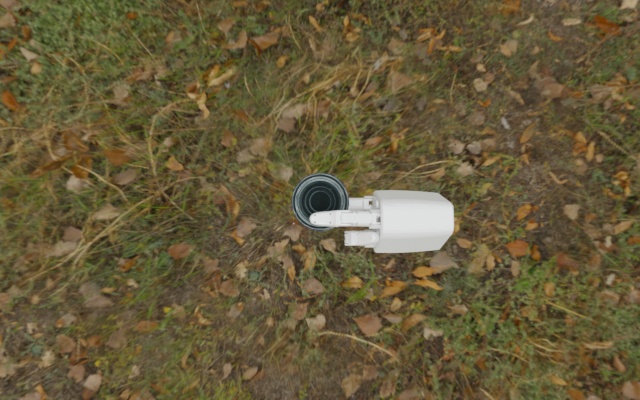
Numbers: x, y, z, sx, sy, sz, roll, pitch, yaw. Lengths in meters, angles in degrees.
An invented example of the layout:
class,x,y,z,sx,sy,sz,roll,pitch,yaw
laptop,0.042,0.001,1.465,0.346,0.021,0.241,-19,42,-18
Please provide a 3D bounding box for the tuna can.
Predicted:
class,x,y,z,sx,sy,sz,roll,pitch,yaw
tuna can,0.000,0.002,0.710,0.086,0.086,0.034,0,-3,2
